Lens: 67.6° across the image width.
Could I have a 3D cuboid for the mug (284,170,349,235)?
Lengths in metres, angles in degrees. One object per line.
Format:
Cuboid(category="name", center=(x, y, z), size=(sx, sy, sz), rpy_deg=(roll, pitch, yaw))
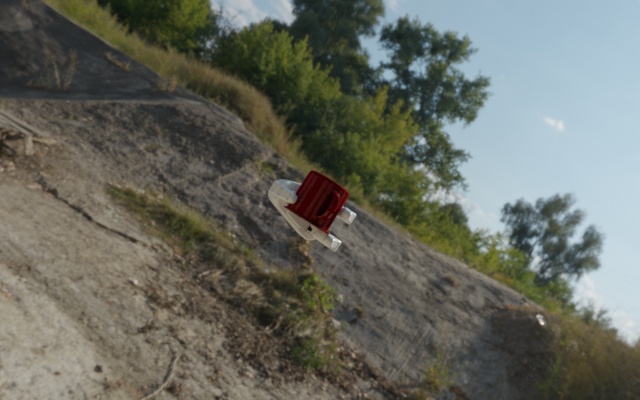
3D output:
Cuboid(category="mug", center=(0.001, 0.003, 0.819), size=(0.093, 0.081, 0.117), rpy_deg=(33, -3, -20))
